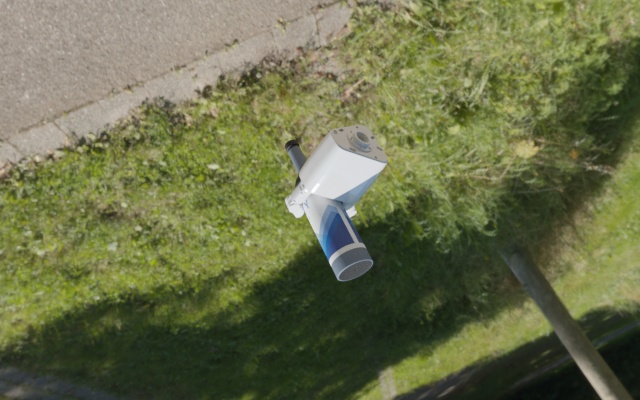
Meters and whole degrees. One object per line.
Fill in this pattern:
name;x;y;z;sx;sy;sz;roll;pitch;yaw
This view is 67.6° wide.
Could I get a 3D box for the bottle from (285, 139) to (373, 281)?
bottle;0.000;0.003;0.867;0.069;0.295;0.069;-20;-30;-12
